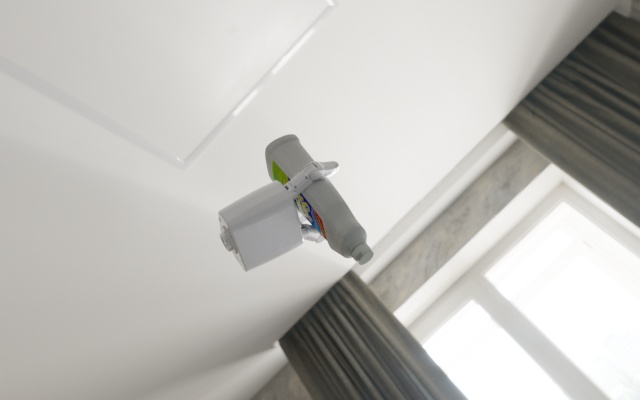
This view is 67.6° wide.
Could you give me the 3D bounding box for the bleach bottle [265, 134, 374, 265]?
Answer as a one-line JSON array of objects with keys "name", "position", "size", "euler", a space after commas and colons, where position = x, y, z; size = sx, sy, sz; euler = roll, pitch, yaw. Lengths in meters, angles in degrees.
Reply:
[{"name": "bleach bottle", "position": [0.000, 0.003, 0.778], "size": [0.068, 0.103, 0.250], "euler": [-28, 54, -20]}]
